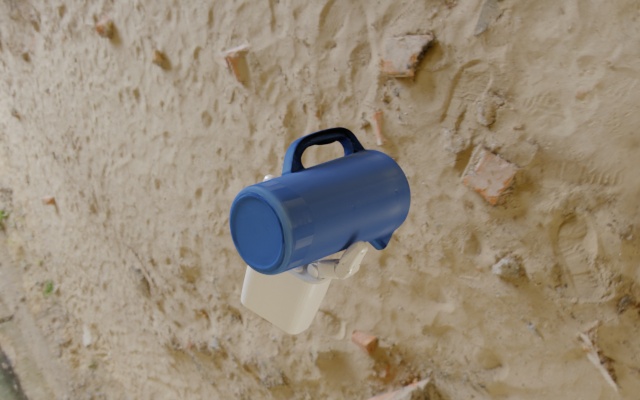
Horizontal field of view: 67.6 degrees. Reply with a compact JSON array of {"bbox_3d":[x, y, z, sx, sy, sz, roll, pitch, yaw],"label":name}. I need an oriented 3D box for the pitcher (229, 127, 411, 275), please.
[{"bbox_3d":[0.000,0.002,0.633,0.149,0.145,0.243,38,34,27],"label":"pitcher"}]
